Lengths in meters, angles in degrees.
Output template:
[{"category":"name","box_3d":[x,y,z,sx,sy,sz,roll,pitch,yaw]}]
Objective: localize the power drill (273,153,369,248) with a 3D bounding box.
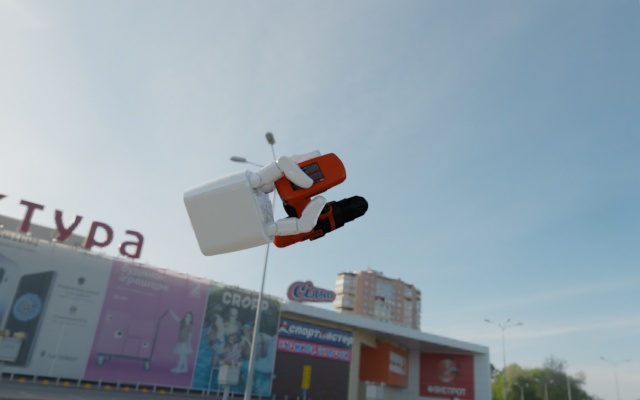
[{"category":"power drill","box_3d":[0.000,0.002,0.782,0.184,0.057,0.188,-22,-28,-12]}]
